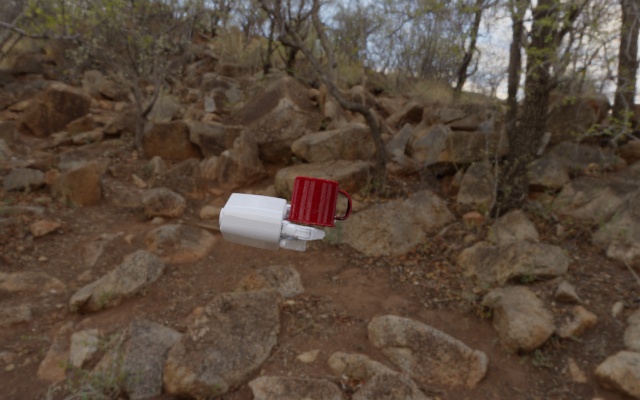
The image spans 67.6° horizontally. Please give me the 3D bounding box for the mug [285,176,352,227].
[{"bbox_3d":[0.002,0.003,0.866,0.117,0.081,0.093,9,0,-4],"label":"mug"}]
